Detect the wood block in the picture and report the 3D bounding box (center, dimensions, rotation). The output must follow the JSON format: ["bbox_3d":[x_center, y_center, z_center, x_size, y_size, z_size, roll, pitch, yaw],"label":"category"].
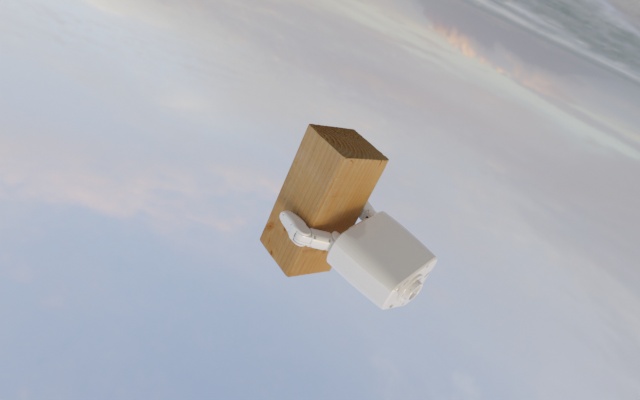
[{"bbox_3d":[0.000,0.003,0.698,0.091,0.206,0.090,-1,37,-42],"label":"wood block"}]
